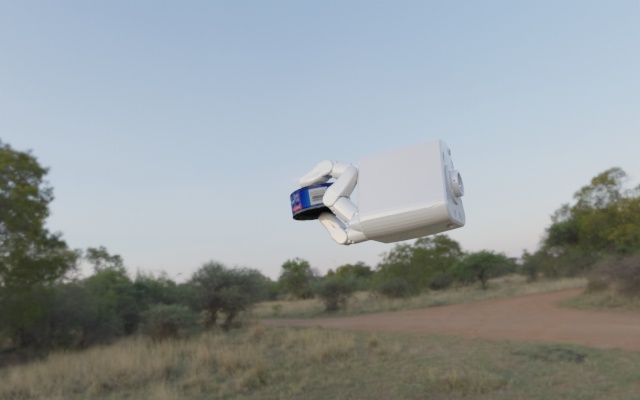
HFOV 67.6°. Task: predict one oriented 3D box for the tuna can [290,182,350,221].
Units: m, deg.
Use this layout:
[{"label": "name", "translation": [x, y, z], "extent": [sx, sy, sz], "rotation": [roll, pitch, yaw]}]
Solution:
[{"label": "tuna can", "translation": [0.000, 0.002, 0.674], "extent": [0.086, 0.033, 0.086], "rotation": [-10, -13, -2]}]
